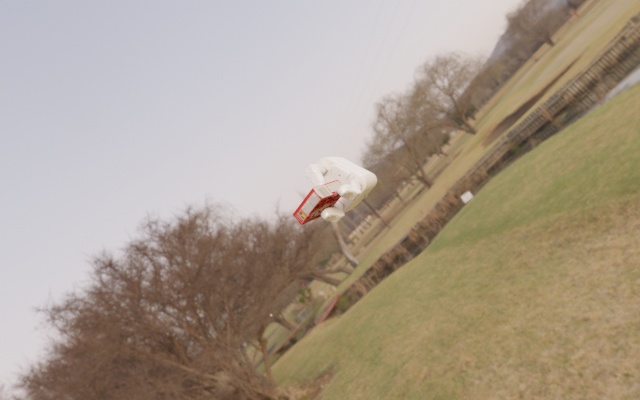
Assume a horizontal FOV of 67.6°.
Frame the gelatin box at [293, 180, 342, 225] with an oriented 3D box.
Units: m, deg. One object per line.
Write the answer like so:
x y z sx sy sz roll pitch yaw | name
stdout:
0.000 0.003 0.878 0.089 0.030 0.073 -20 -26 -54 | gelatin box
